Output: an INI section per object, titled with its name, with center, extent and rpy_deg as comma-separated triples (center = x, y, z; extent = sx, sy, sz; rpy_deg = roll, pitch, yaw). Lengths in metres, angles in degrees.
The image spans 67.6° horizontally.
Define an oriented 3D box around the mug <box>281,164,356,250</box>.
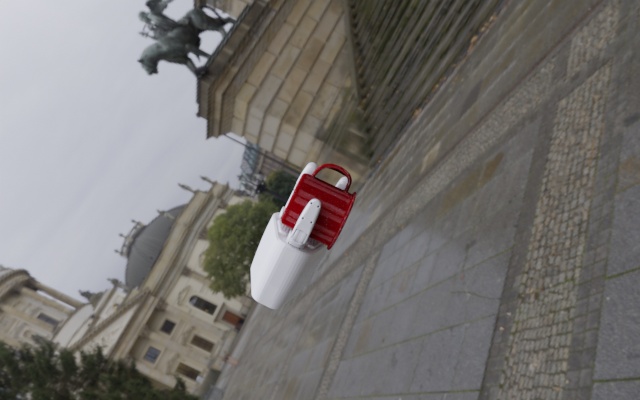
[mug]
center = 0.001, 0.001, 0.682
extent = 0.081, 0.117, 0.093
rpy_deg = 26, 17, -2
